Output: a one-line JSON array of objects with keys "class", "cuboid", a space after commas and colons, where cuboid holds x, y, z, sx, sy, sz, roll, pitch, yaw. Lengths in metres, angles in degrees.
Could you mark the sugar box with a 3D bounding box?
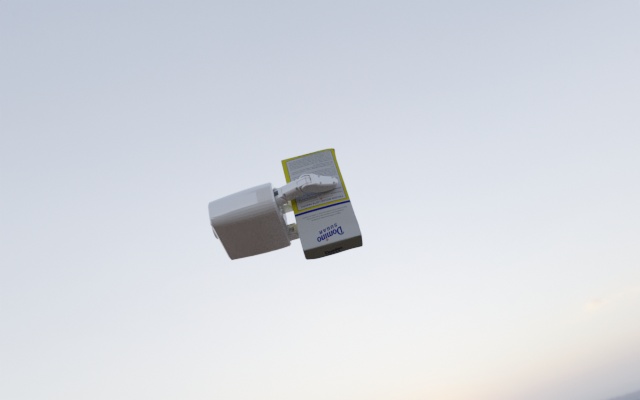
[{"class": "sugar box", "cuboid": [0.000, 0.003, 0.762, 0.093, 0.176, 0.048, -15, -31, -1]}]
